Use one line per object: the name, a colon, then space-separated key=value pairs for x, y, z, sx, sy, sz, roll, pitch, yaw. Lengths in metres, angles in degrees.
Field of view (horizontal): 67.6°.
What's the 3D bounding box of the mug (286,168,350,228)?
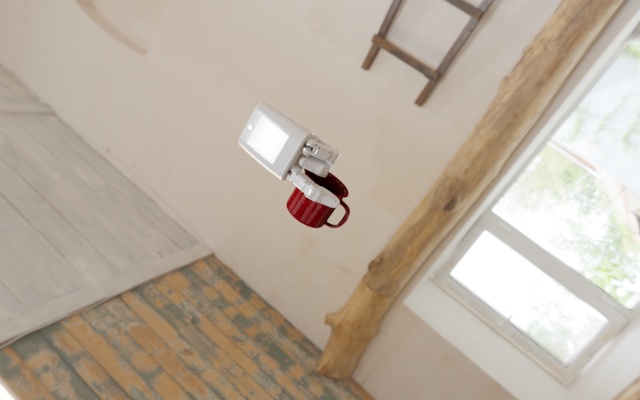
mug: x=0.001 y=0.004 z=0.860 sx=0.117 sy=0.081 sz=0.093 roll=38 pitch=23 yaw=11
